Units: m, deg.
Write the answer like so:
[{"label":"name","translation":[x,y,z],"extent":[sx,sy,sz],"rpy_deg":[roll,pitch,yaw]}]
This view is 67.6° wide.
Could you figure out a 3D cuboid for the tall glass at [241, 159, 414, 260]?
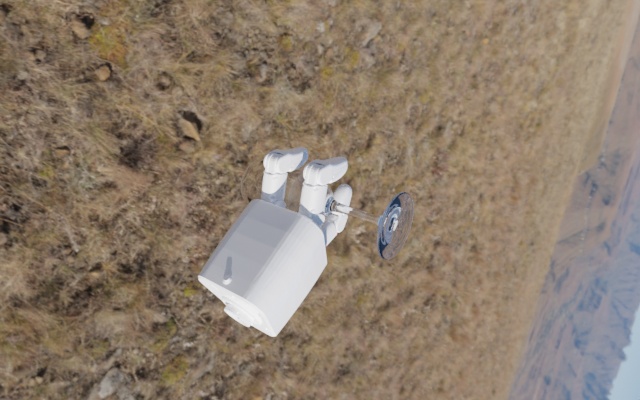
[{"label":"tall glass","translation":[0.001,0.002,0.552],"extent":[0.201,0.079,0.079],"rpy_deg":[18,10,33]}]
